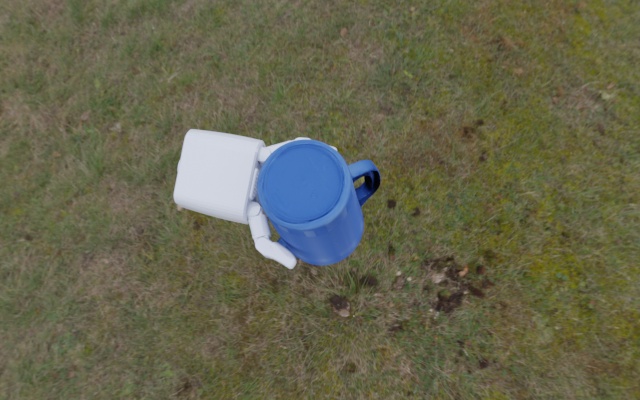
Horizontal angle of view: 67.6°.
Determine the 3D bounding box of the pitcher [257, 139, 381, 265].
[{"bbox_3d":[0.000,0.002,0.644,0.145,0.149,0.243,11,-13,8],"label":"pitcher"}]
